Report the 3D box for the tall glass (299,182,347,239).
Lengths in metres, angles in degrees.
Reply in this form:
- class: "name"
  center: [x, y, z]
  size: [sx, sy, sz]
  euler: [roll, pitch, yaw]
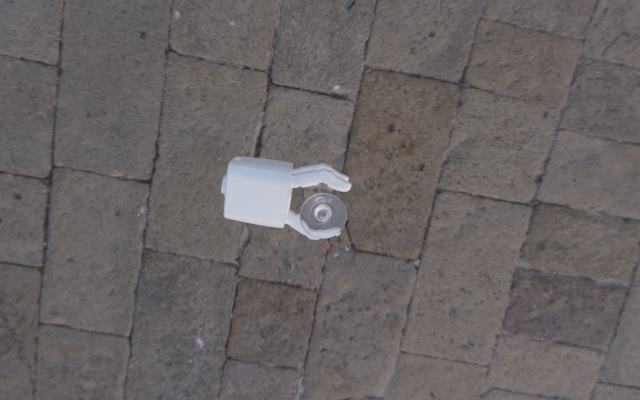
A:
- class: "tall glass"
  center: [0.000, 0.003, 0.848]
  size: [0.079, 0.079, 0.201]
  euler: [0, 13, -2]
